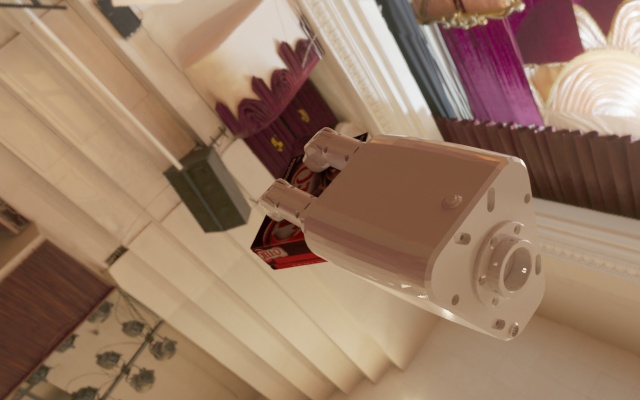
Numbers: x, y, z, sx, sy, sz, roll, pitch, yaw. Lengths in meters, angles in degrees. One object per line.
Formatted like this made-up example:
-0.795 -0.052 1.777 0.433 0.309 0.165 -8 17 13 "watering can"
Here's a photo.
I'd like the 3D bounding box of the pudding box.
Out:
0.000 0.001 0.407 0.090 0.113 0.039 -14 -51 36 "pudding box"
